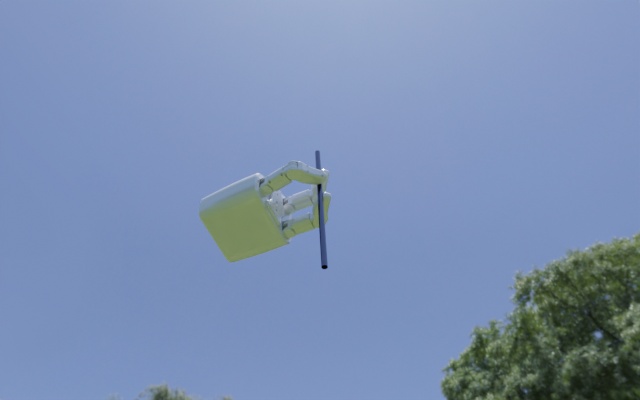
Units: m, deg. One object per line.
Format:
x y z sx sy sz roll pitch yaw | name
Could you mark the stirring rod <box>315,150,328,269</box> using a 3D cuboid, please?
0.000 0.002 0.672 0.011 0.011 0.239 0 41 -3 | stirring rod
